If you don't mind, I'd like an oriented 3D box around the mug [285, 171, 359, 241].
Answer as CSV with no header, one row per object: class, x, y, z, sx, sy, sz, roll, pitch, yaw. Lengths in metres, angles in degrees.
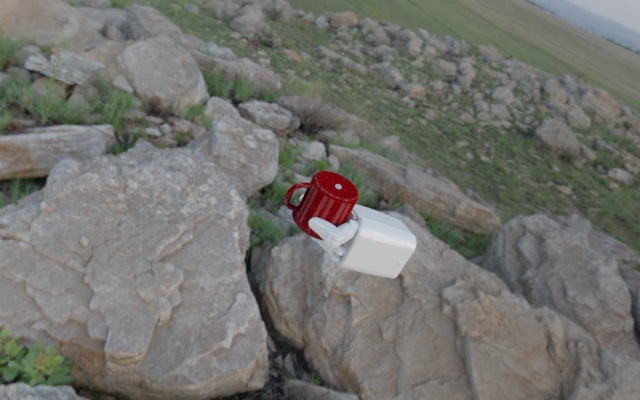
mug,-0.001,0.002,0.776,0.117,0.081,0.093,17,31,-17
